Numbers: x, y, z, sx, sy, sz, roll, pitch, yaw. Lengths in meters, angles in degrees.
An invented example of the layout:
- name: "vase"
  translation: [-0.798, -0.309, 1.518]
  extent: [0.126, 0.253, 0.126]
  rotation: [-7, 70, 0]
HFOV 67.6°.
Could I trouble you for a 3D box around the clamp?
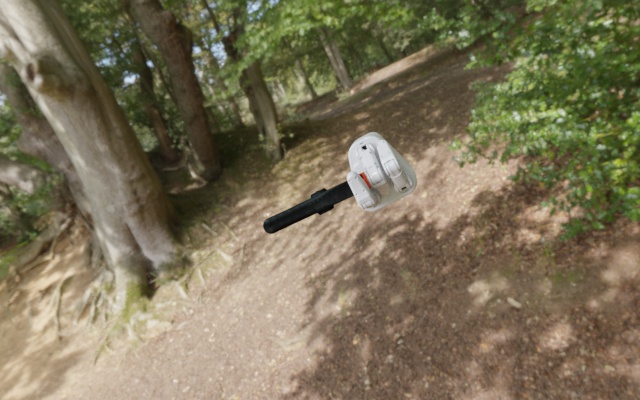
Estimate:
- name: "clamp"
  translation: [0.000, 0.002, 0.751]
  extent: [0.171, 0.039, 0.120]
  rotation: [-23, 7, 13]
